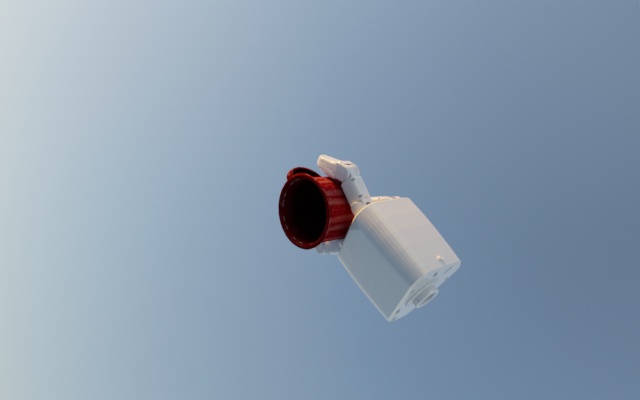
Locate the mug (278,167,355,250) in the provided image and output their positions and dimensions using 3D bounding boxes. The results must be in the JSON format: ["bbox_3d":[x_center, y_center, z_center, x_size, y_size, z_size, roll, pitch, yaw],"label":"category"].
[{"bbox_3d":[-0.001,0.001,0.615,0.081,0.117,0.093,-7,-40,-44],"label":"mug"}]
